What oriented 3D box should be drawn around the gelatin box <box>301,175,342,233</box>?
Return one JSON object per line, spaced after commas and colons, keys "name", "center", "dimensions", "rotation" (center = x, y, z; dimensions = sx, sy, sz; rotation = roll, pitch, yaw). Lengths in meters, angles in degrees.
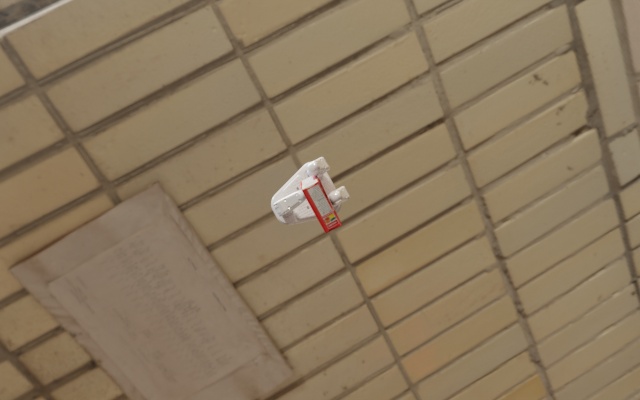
{"name": "gelatin box", "center": [0.000, 0.003, 0.715], "dimensions": [0.030, 0.073, 0.089], "rotation": [-28, 11, 2]}
